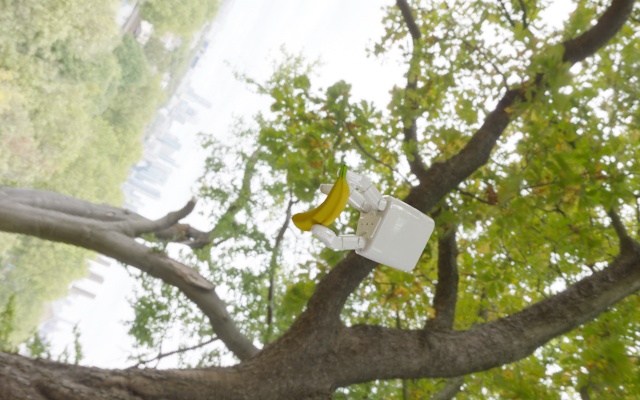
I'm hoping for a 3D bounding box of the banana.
[{"bbox_3d":[0.001,0.017,0.834,0.037,0.069,0.198,20,-37,-23],"label":"banana"}]
